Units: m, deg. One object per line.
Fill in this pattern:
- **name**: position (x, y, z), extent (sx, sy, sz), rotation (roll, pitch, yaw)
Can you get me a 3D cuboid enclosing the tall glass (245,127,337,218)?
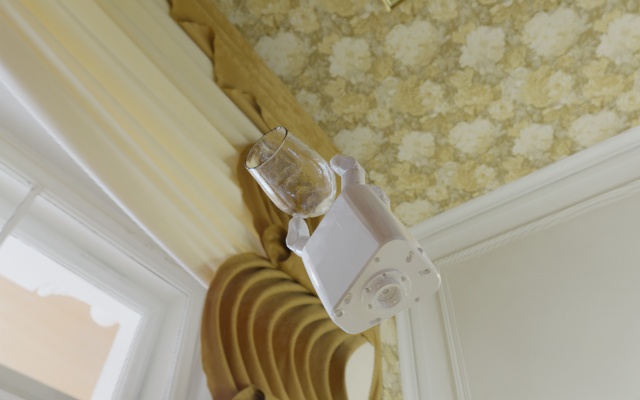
- **tall glass**: position (0.000, 0.002, 0.574), extent (0.079, 0.079, 0.201), rotation (0, -37, 50)
